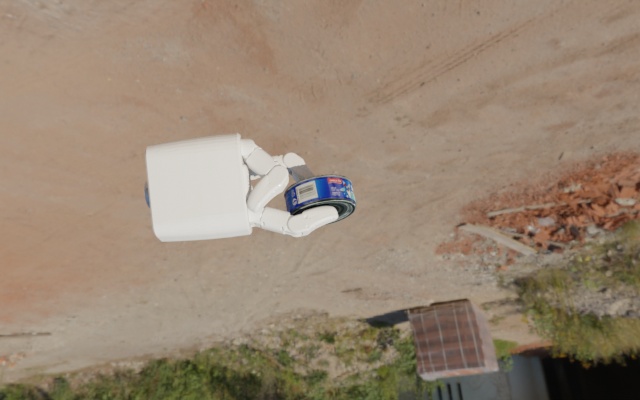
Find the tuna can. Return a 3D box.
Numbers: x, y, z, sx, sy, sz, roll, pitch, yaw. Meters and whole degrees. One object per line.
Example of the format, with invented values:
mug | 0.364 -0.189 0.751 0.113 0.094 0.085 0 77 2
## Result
tuna can | 0.000 0.002 0.585 0.086 0.033 0.086 -10 -22 -4
